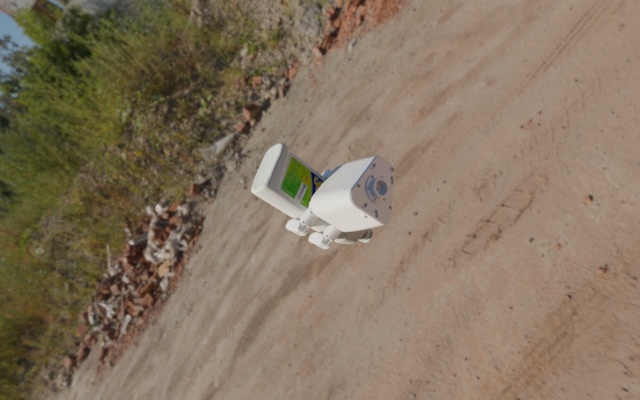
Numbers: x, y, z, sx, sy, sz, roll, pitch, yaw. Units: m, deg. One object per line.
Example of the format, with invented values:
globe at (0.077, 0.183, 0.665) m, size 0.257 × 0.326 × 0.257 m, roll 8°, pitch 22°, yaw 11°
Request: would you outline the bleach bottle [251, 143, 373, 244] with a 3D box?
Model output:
bleach bottle at (0.000, 0.003, 0.878) m, size 0.251 × 0.102 × 0.068 m, roll 32°, pitch -25°, yaw -27°
